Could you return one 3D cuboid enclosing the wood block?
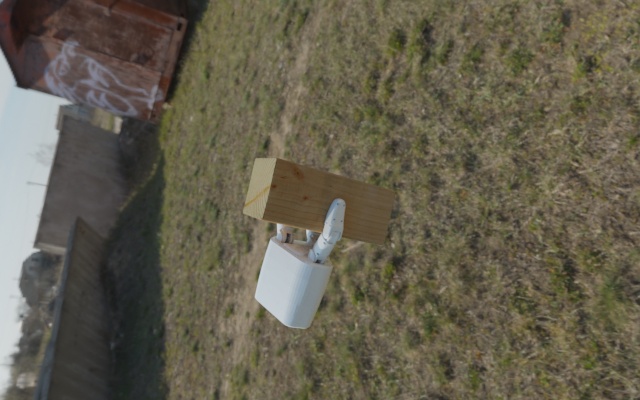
[{"bbox_3d":[0.000,0.003,0.736,0.206,0.090,0.091,14,-1,-27],"label":"wood block"}]
